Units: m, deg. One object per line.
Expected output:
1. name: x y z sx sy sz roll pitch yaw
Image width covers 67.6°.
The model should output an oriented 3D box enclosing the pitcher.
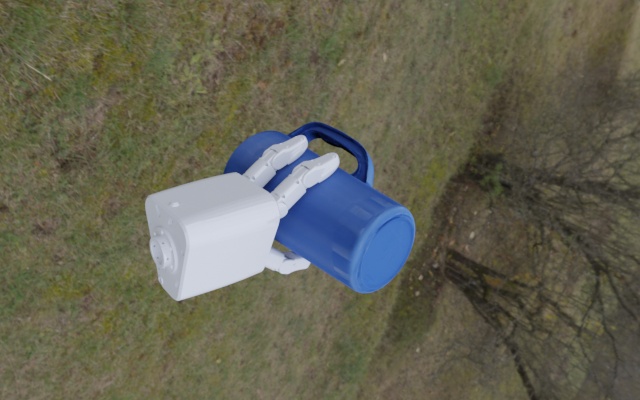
1. pitcher: 0.000 0.002 0.598 0.145 0.149 0.242 -15 34 -40
